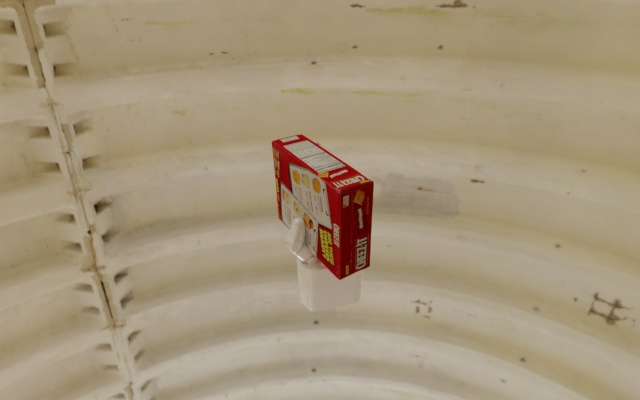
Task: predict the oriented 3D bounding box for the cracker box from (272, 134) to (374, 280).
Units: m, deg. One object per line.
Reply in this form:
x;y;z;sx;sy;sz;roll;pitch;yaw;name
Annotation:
0.000;0.003;0.799;0.072;0.164;0.213;-19;36;-26;cracker box
